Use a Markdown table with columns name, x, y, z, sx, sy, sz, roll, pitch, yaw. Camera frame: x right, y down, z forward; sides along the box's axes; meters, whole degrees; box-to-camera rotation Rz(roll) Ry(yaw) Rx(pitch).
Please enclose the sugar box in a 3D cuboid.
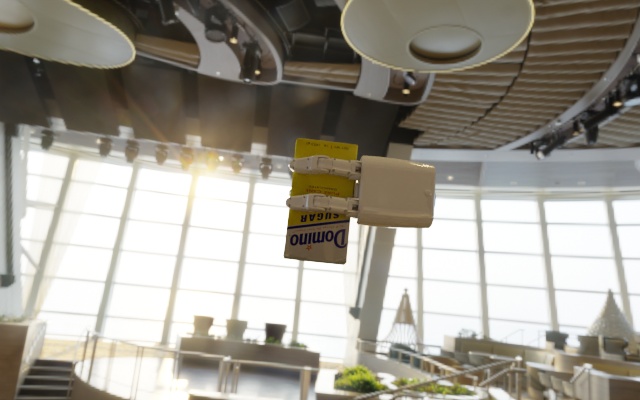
| name | x | y | z | sx | sy | sz | roll | pitch | yaw |
| --- | --- | --- | --- | --- | --- | --- | --- | --- | --- |
| sugar box | 0.000 | 0.002 | 0.700 | 0.093 | 0.176 | 0.048 | 6 | -12 | -2 |
